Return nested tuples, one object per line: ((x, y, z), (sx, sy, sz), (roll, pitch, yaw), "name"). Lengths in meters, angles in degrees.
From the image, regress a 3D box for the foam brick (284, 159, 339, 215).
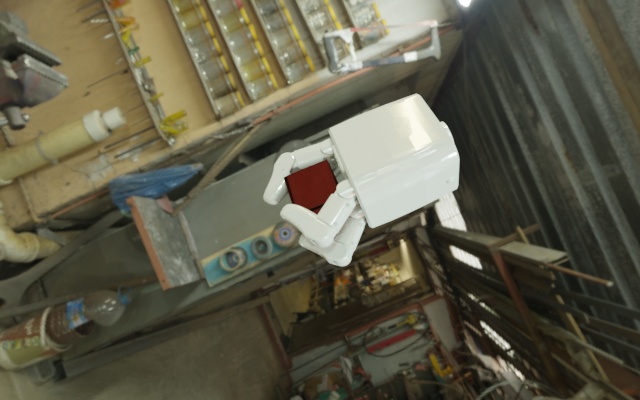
((0.000, 0.002, 0.531), (0.051, 0.053, 0.078), (-22, -27, 4), "foam brick")
